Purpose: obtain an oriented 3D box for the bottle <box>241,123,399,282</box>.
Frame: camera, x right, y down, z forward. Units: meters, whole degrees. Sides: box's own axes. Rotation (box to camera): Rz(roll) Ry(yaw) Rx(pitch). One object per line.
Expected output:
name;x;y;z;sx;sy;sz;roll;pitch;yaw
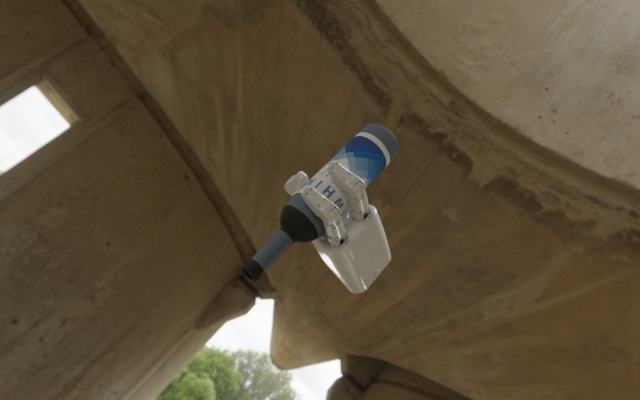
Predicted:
bottle;0.000;0.002;0.684;0.295;0.069;0.069;-45;22;-24
